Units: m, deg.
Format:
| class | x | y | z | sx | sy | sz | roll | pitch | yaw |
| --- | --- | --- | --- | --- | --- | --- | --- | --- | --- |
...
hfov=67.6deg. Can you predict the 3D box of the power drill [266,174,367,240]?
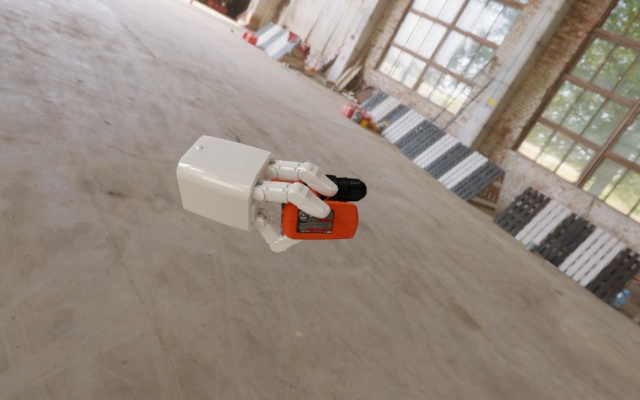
| class | x | y | z | sx | sy | sz | roll | pitch | yaw |
| --- | --- | --- | --- | --- | --- | --- | --- | --- | --- |
| power drill | 0.000 | 0.002 | 0.734 | 0.184 | 0.057 | 0.187 | -1 | 16 | -10 |
